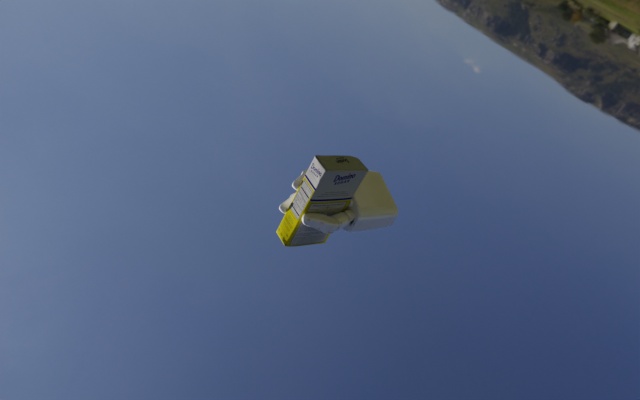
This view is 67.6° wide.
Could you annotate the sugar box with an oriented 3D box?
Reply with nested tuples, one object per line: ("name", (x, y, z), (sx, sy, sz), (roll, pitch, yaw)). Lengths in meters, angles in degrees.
("sugar box", (0.000, 0.002, 0.812), (0.093, 0.176, 0.048), (-3, 42, -39))
